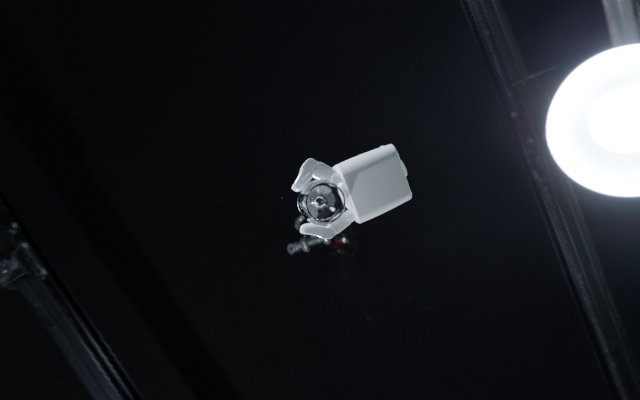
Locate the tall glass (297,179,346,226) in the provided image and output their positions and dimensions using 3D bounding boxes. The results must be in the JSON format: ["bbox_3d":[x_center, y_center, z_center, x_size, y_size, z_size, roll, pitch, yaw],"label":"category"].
[{"bbox_3d":[0.000,0.003,0.836,0.079,0.079,0.201,0,0,-4],"label":"tall glass"}]
